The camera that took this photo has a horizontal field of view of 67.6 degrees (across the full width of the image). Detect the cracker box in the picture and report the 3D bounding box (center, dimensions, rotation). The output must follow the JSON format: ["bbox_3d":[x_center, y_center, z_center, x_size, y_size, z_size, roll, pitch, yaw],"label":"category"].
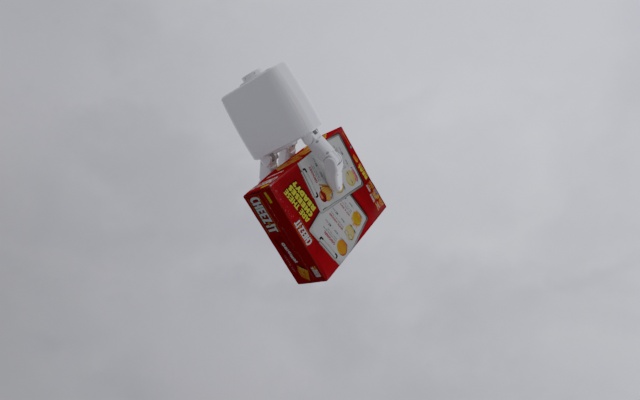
[{"bbox_3d":[0.000,0.002,0.754,0.072,0.164,0.213,-18,18,42],"label":"cracker box"}]
